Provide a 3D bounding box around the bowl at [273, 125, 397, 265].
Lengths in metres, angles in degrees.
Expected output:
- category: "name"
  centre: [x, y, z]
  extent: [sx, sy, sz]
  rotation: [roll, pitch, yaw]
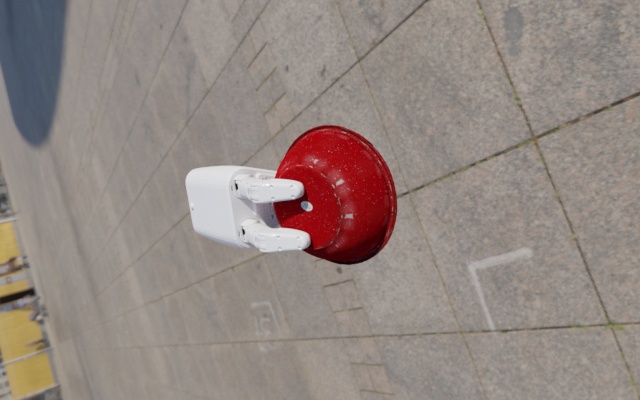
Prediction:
- category: "bowl"
  centre: [0.001, 0.002, 0.519]
  extent: [0.162, 0.162, 0.055]
  rotation: [0, 14, 37]
